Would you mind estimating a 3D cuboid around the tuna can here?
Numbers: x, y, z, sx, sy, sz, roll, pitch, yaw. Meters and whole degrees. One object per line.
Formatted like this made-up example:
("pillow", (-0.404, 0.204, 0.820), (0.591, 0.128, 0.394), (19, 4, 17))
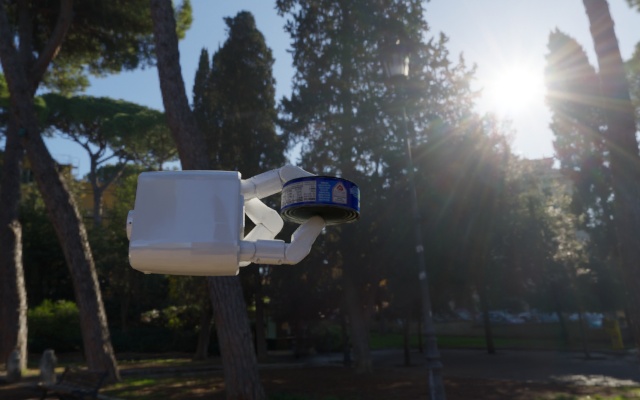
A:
("tuna can", (0.000, 0.001, 0.516), (0.086, 0.033, 0.086), (1, -16, 0))
